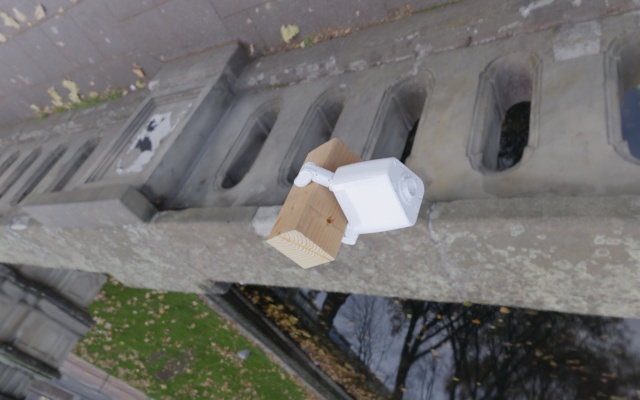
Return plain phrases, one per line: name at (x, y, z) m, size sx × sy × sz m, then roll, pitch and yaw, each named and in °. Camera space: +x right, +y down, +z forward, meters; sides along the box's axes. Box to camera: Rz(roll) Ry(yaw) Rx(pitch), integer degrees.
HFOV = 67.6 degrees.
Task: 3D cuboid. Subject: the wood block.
wood block at (0.000, 0.003, 0.839) m, size 0.091 × 0.206 × 0.090 m, roll 39°, pitch -37°, yaw -22°
